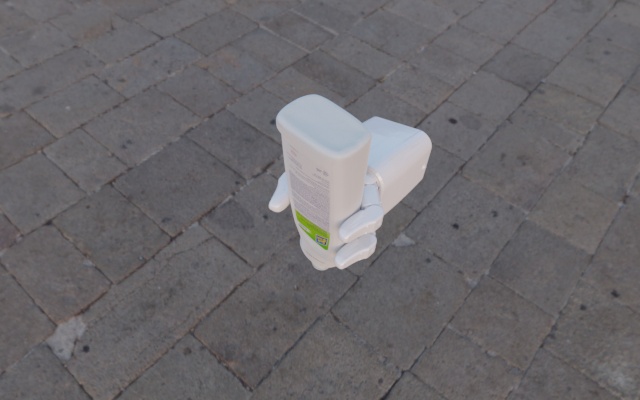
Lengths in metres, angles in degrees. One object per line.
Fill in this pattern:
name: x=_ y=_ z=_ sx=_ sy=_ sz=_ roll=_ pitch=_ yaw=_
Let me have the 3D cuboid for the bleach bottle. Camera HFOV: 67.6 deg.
bleach bottle: x=0.000 y=0.002 z=0.579 sx=0.102 sy=0.251 sz=0.068 roll=38 pitch=59 yaw=25
